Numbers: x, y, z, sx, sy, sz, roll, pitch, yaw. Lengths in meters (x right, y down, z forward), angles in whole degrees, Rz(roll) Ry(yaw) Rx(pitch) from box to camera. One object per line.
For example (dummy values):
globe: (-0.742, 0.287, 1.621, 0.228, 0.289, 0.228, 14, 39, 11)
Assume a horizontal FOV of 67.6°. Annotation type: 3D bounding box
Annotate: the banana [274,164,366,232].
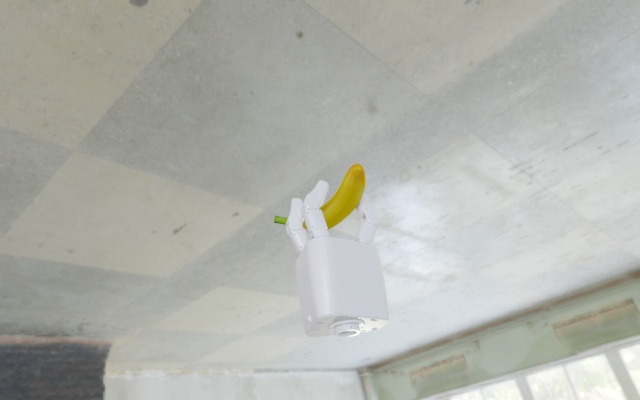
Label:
banana: (0.012, 0.010, 0.723, 0.070, 0.037, 0.198, 24, -42, -33)
